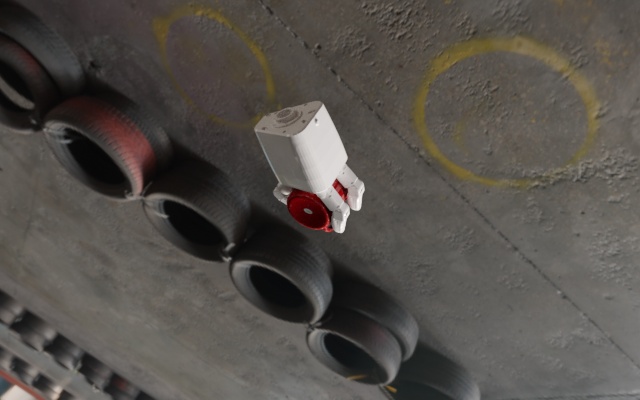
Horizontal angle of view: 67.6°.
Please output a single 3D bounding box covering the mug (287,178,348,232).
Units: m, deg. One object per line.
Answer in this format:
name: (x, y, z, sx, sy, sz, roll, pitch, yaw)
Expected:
mug: (0.001, 0.004, 0.806, 0.093, 0.117, 0.081, 0, 41, 35)
